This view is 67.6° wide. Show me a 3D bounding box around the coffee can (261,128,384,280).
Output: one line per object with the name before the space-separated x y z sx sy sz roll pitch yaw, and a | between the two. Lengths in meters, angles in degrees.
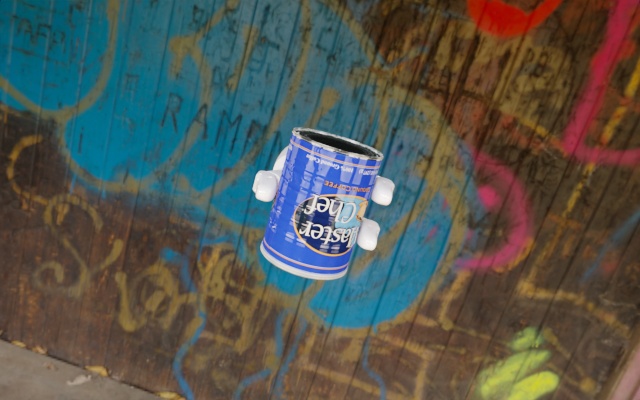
coffee can | 0.000 0.002 0.529 0.103 0.140 0.102 15 15 -4
